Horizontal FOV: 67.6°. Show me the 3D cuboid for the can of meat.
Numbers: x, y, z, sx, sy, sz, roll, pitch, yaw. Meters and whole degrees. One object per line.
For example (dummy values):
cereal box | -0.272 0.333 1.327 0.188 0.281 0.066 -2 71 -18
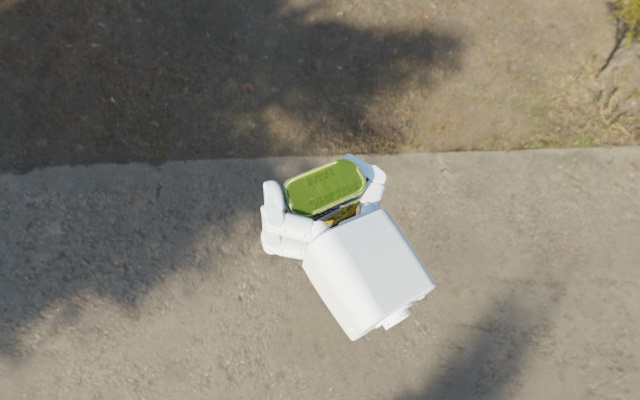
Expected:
can of meat | 0.000 0.002 0.571 0.102 0.057 0.084 -24 -20 -18
